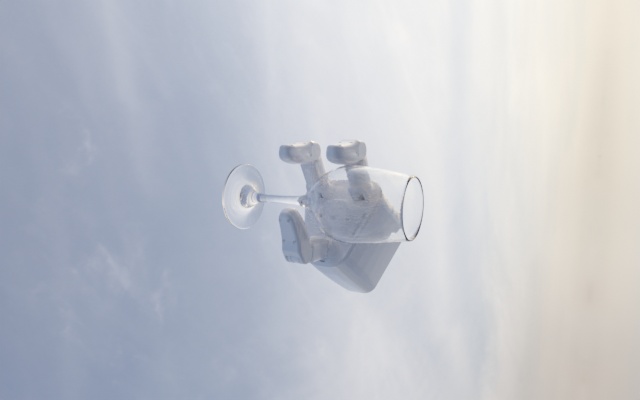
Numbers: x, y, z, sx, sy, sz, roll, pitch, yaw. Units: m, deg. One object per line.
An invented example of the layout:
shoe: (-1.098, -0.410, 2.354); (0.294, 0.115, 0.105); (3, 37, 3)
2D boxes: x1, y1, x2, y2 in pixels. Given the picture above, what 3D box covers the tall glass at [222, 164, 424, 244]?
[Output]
tall glass: (-0.001, 0.002, 0.491); (0.201, 0.079, 0.079); (4, 2, 30)
